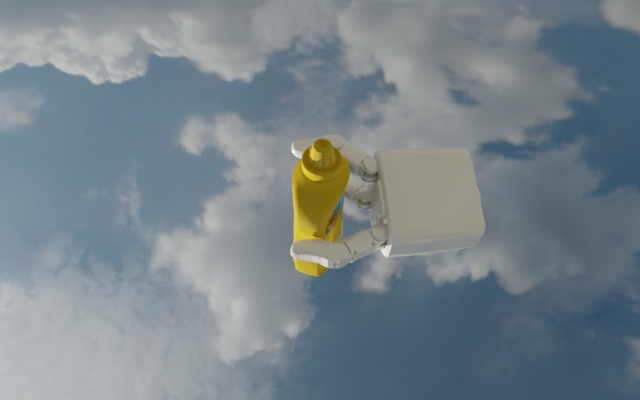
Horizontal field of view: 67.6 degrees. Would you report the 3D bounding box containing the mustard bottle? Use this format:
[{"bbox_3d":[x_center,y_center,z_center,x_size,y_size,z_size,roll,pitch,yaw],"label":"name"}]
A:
[{"bbox_3d":[0.000,0.002,0.530,0.058,0.096,0.192,16,-33,8],"label":"mustard bottle"}]
